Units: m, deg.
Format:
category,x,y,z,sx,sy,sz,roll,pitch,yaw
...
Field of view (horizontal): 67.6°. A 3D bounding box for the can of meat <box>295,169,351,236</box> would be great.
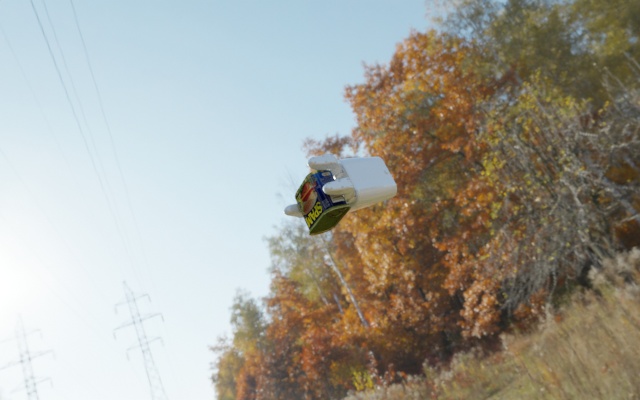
category,x,y,z,sx,sy,sz,roll,pitch,yaw
can of meat,0.000,0.003,0.875,0.057,0.084,0.102,-12,-24,-31
